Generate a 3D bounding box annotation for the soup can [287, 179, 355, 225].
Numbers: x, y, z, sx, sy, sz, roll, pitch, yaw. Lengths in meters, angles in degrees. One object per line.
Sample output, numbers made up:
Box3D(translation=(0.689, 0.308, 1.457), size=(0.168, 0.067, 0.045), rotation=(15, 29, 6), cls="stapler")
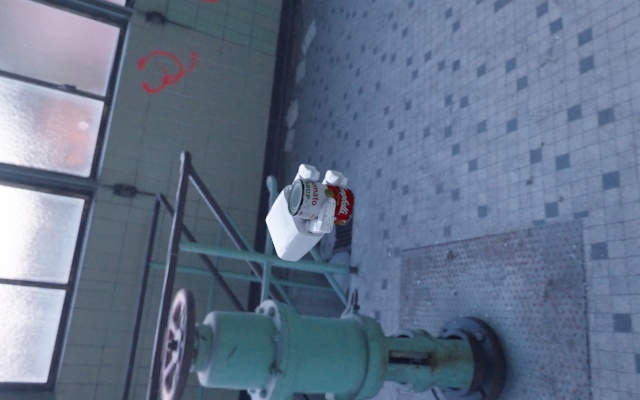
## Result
Box3D(translation=(0.000, 0.003, 0.848), size=(0.102, 0.068, 0.068), rotation=(11, -5, -24), cls="soup can")
